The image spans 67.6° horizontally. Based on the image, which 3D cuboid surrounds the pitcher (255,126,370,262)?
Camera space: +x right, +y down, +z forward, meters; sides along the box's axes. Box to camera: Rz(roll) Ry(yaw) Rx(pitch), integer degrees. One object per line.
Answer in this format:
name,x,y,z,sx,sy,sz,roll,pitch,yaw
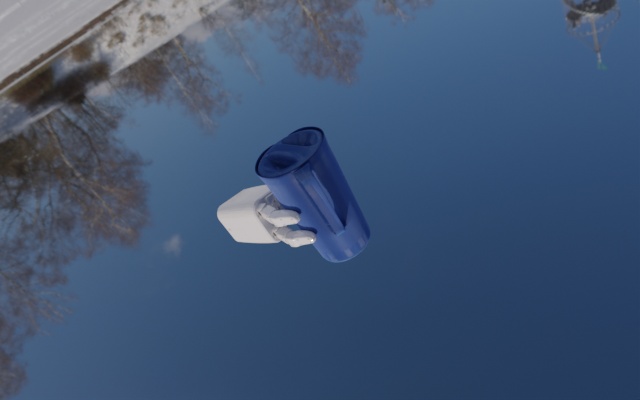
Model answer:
pitcher,0.000,0.003,0.857,0.145,0.243,0.149,-6,41,35
